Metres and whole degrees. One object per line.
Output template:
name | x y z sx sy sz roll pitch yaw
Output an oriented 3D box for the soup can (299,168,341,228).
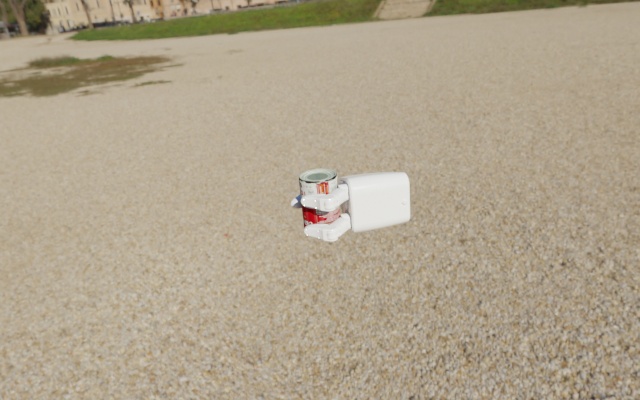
soup can | 0.000 0.002 0.831 0.068 0.102 0.068 -5 22 2
